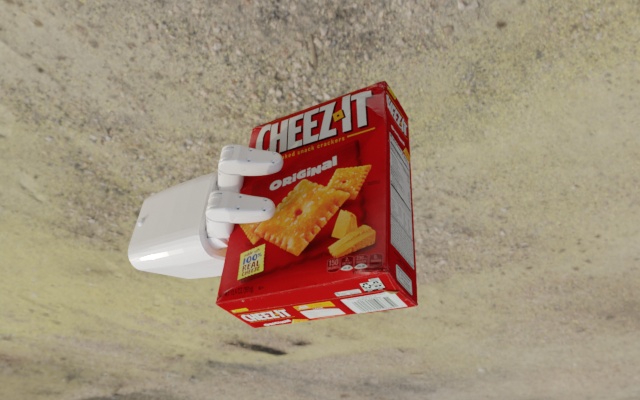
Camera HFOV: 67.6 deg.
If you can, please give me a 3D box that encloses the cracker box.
[{"bbox_3d":[0.000,0.002,0.457,0.164,0.213,0.072,-14,-39,25],"label":"cracker box"}]
